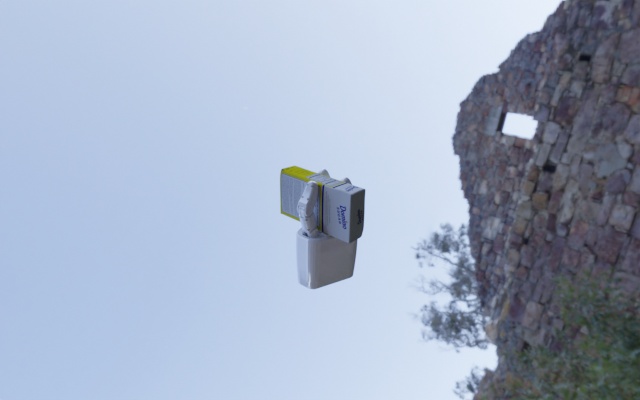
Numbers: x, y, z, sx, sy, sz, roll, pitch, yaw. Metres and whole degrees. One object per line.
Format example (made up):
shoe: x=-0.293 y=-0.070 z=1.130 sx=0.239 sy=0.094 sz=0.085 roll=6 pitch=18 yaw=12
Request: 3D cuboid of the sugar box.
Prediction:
sugar box: x=0.000 y=0.003 z=0.858 sx=0.176 sy=0.093 sz=0.048 roll=20 pitch=30 yaw=37
